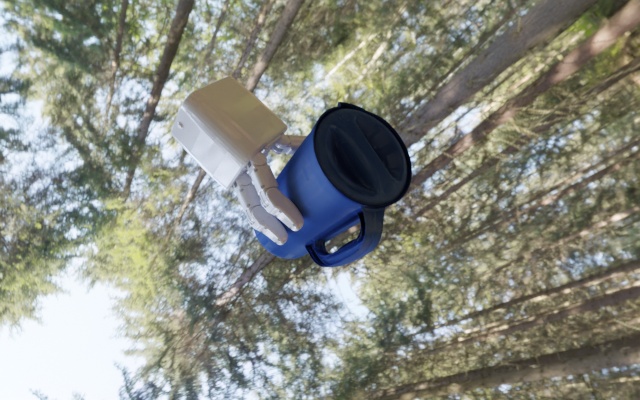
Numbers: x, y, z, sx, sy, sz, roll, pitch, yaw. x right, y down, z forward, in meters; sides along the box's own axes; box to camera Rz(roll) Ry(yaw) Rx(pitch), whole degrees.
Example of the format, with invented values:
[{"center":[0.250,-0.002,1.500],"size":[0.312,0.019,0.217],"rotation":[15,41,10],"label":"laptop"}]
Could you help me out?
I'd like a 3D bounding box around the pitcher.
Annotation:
[{"center":[0.000,0.002,0.632],"size":[0.149,0.145,0.243],"rotation":[-52,6,-37],"label":"pitcher"}]
